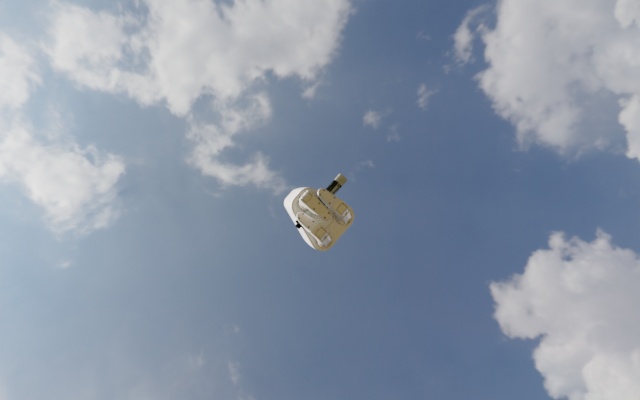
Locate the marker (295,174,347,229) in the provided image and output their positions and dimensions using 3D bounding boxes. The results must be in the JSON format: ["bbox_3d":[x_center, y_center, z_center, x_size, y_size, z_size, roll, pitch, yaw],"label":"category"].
[{"bbox_3d":[0.000,0.003,0.833,0.020,0.121,0.020,42,-8,7],"label":"marker"}]
